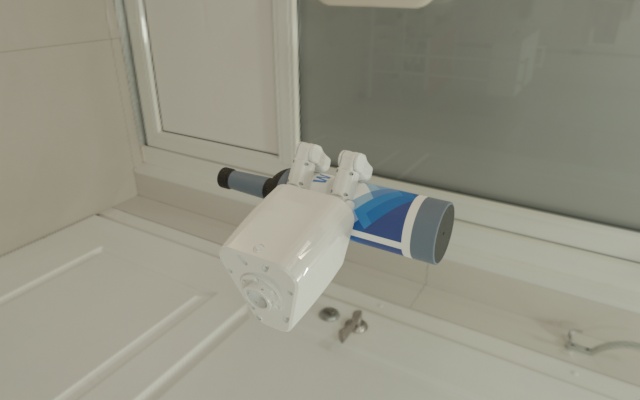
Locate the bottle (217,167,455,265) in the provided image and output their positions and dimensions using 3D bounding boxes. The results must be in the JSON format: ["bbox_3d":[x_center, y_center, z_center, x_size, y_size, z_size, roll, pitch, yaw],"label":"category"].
[{"bbox_3d":[0.000,0.002,0.554,0.295,0.069,0.069,14,7,28],"label":"bottle"}]
